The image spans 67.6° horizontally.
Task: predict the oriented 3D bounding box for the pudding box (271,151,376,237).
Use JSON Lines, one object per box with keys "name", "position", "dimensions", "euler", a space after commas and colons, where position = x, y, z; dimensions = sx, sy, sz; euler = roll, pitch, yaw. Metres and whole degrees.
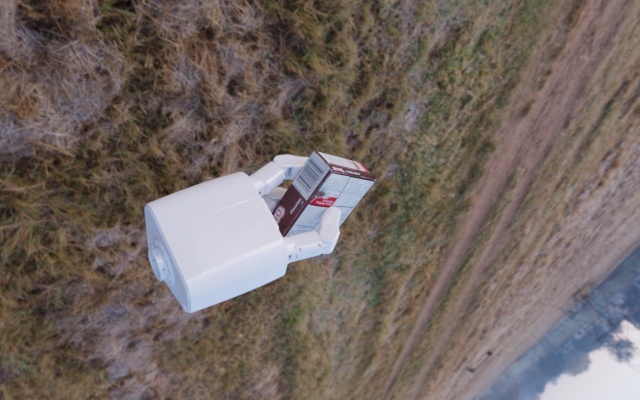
{"name": "pudding box", "position": [0.000, 0.002, 0.561], "dimensions": [0.090, 0.113, 0.039], "euler": [7, 37, -51]}
